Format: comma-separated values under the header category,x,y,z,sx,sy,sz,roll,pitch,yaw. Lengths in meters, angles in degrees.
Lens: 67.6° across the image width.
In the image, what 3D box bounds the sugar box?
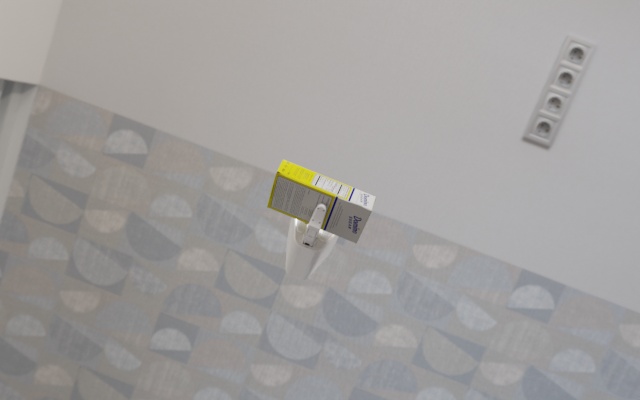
category,x,y,z,sx,sy,sz,roll,pitch,yaw
sugar box,0.000,0.002,0.841,0.176,0.093,0.048,21,45,1
